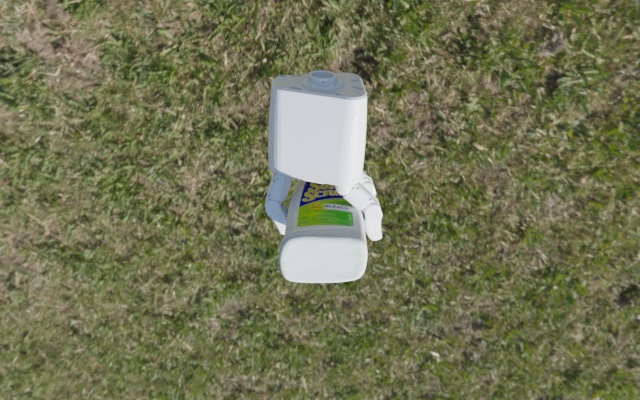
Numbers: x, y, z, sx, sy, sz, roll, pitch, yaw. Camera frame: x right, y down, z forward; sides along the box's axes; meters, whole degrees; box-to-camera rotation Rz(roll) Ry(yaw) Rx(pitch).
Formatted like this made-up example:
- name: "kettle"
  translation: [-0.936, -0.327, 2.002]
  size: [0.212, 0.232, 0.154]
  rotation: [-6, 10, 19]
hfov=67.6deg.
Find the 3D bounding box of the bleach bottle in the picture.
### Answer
- name: "bleach bottle"
  translation: [0.000, 0.002, 0.632]
  size: [0.102, 0.068, 0.250]
  rotation: [1, 32, -3]
